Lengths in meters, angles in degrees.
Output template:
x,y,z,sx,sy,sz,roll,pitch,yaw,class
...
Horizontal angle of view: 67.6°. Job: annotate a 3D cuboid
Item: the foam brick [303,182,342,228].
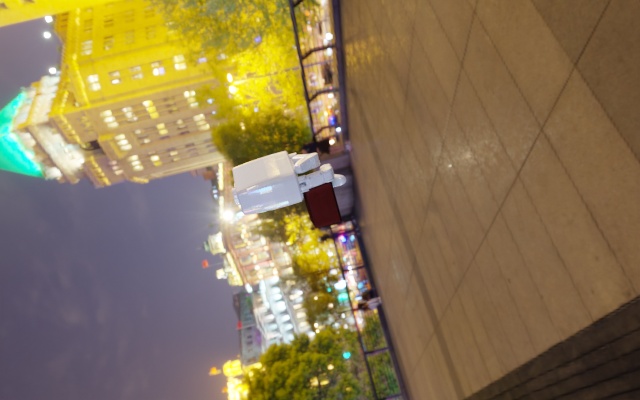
x,y,z,sx,sy,sz,roll,pitch,yaw,class
0.000,0.003,0.871,0.051,0.078,0.053,-19,19,-9,foam brick
